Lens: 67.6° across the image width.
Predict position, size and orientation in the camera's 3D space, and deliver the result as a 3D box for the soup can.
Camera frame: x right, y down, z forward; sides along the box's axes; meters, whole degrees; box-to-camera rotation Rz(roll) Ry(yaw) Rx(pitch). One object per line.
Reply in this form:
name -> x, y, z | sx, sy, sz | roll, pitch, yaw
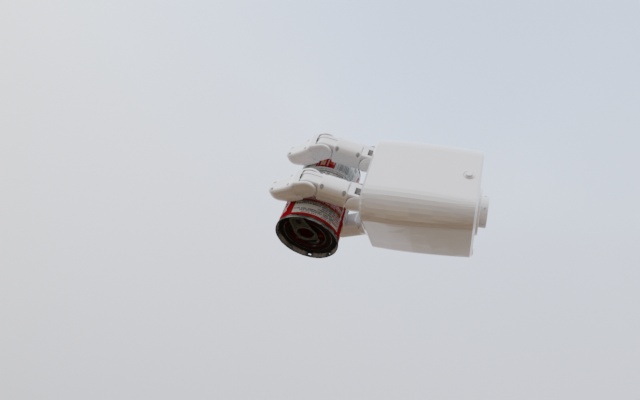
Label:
soup can -> 0.000, 0.001, 0.519 | 0.068, 0.102, 0.069 | 13, -38, 11
